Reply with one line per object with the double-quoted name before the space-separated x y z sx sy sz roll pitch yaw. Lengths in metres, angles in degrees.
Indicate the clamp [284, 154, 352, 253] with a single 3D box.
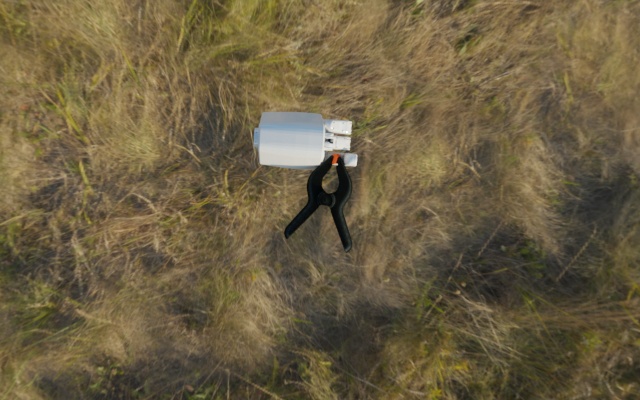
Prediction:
"clamp" 0.000 0.003 0.829 0.120 0.171 0.039 4 2 -3
